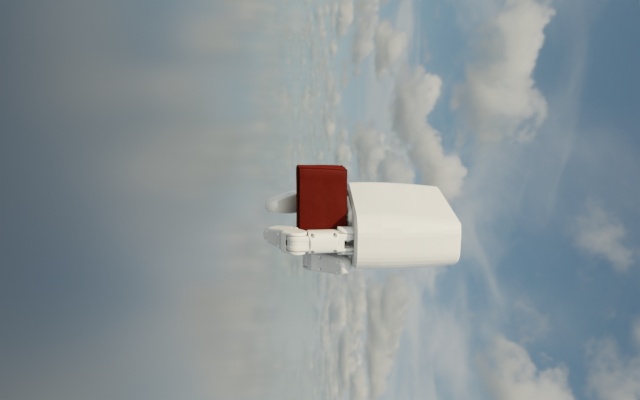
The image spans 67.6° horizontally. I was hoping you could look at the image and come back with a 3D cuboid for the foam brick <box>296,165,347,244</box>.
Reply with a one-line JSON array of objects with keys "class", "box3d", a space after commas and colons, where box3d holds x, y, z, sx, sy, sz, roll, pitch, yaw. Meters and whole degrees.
[{"class": "foam brick", "box3d": [0.000, 0.001, 0.501, 0.051, 0.078, 0.053, 0, 10, -3]}]
